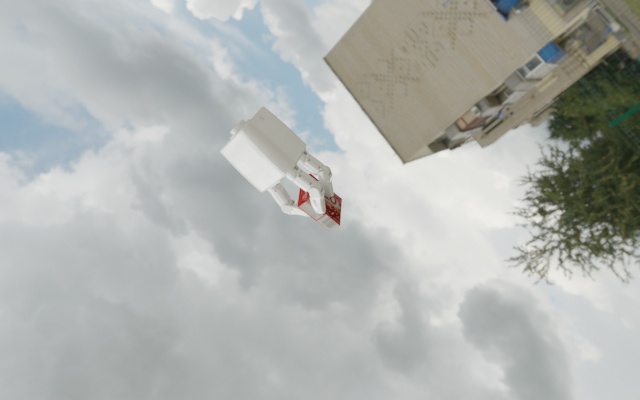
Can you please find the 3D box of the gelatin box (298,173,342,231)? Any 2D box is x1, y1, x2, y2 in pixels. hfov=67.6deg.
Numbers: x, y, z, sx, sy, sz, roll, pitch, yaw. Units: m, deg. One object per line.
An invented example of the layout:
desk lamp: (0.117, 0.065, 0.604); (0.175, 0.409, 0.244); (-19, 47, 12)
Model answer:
gelatin box: (0.000, 0.003, 0.885); (0.030, 0.073, 0.089); (-34, -59, 31)
